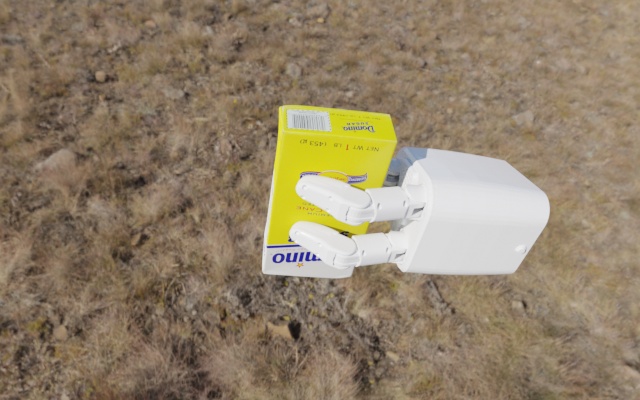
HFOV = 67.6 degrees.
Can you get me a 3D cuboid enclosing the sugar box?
[{"bbox_3d":[0.000,0.002,0.432,0.093,0.176,0.048,4,41,-8],"label":"sugar box"}]
